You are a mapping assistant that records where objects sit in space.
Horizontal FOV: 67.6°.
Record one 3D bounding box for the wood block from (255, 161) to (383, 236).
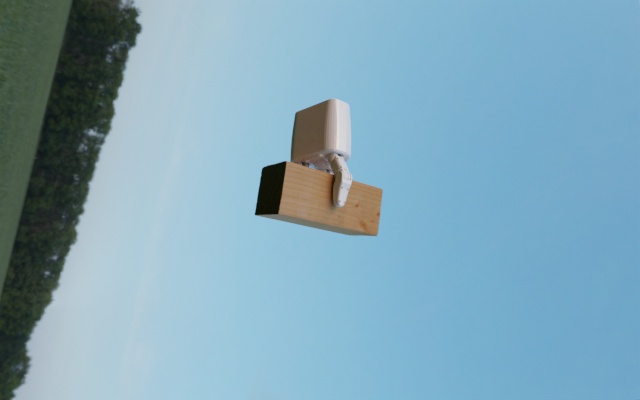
[{"bbox_3d":[0.000,0.002,0.848,0.206,0.090,0.091,14,-11,-31],"label":"wood block"}]
